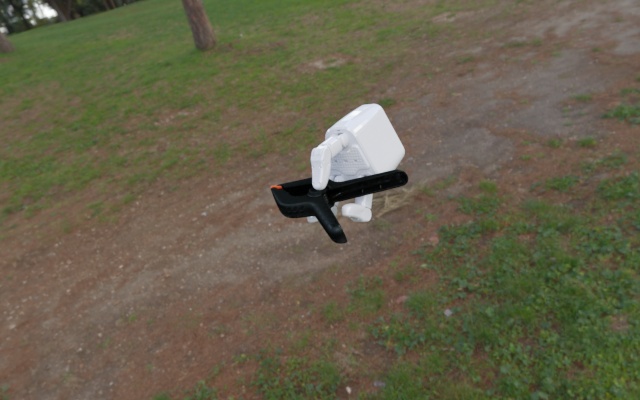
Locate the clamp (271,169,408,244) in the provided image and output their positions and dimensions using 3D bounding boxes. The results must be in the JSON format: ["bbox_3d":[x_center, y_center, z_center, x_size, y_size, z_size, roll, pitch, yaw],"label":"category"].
[{"bbox_3d":[0.000,0.001,0.684,0.210,0.036,0.164,2,32,36],"label":"clamp"}]
